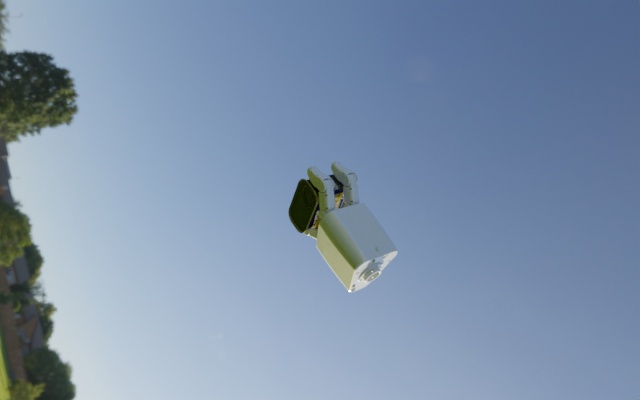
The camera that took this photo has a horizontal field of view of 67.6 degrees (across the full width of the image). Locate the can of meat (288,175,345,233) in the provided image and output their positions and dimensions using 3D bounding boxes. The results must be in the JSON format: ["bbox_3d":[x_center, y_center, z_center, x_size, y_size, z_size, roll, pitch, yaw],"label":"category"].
[{"bbox_3d":[0.000,0.003,0.854,0.084,0.102,0.057,-14,52,-35],"label":"can of meat"}]
